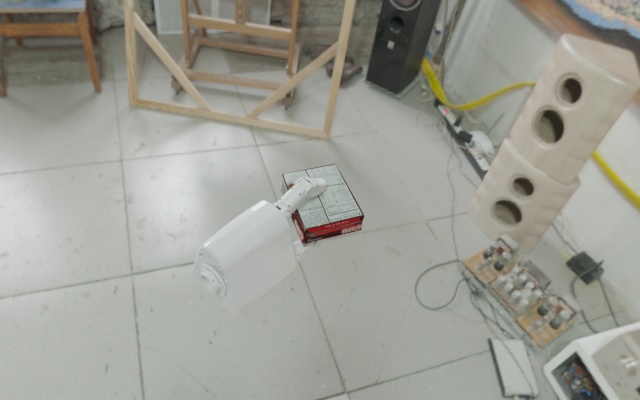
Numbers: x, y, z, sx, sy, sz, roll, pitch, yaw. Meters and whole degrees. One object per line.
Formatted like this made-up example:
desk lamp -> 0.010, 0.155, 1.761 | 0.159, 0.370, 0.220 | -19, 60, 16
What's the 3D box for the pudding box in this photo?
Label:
pudding box -> 0.000, 0.002, 0.688 | 0.090, 0.113, 0.039 | -11, -38, -18
